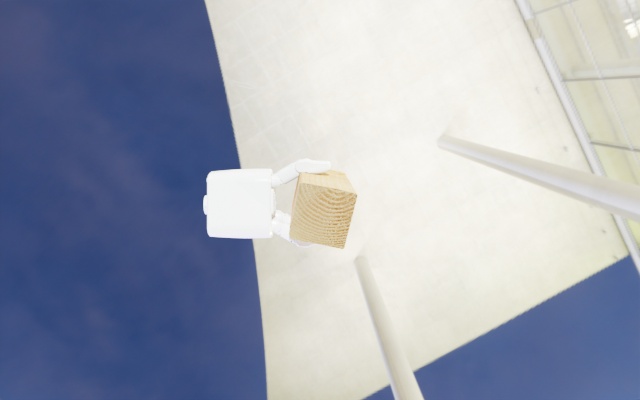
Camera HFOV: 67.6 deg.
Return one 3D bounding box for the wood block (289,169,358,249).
[{"bbox_3d":[0.000,0.002,0.812,0.090,0.091,0.206,11,12,-5],"label":"wood block"}]
